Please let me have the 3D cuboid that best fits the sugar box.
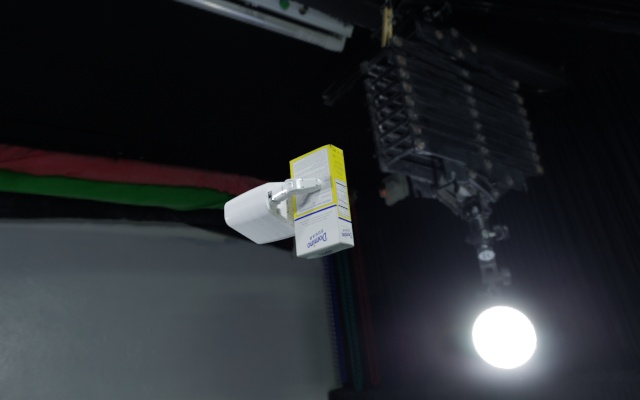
[{"bbox_3d":[0.000,0.003,0.805,0.093,0.176,0.048,-20,-24,34],"label":"sugar box"}]
